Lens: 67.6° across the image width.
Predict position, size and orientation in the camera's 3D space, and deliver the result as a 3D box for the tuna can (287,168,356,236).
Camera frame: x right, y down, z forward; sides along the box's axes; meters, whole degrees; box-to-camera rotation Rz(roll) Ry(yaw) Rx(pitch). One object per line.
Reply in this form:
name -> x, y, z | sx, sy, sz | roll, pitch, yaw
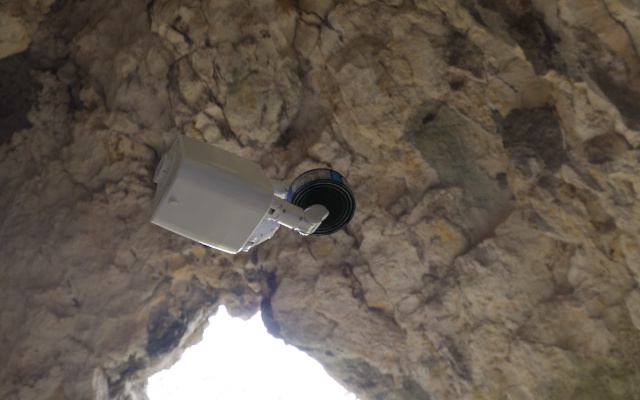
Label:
tuna can -> 0.000, 0.002, 0.613 | 0.086, 0.086, 0.033 | 0, 35, -10
